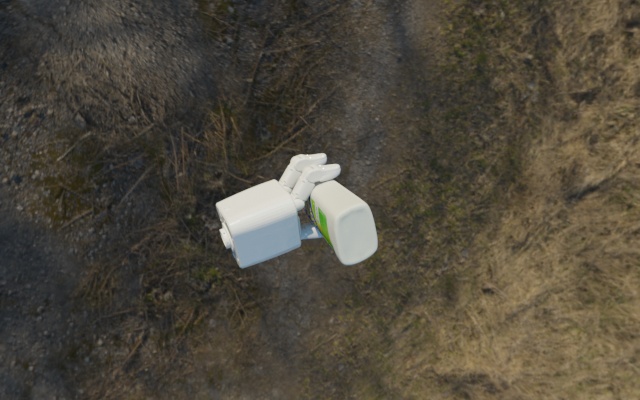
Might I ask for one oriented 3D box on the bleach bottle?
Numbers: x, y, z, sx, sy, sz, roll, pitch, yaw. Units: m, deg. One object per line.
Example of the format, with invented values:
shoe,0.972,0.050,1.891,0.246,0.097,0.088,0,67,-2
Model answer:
bleach bottle,0.000,0.003,0.792,0.068,0.103,0.250,-23,31,-16
